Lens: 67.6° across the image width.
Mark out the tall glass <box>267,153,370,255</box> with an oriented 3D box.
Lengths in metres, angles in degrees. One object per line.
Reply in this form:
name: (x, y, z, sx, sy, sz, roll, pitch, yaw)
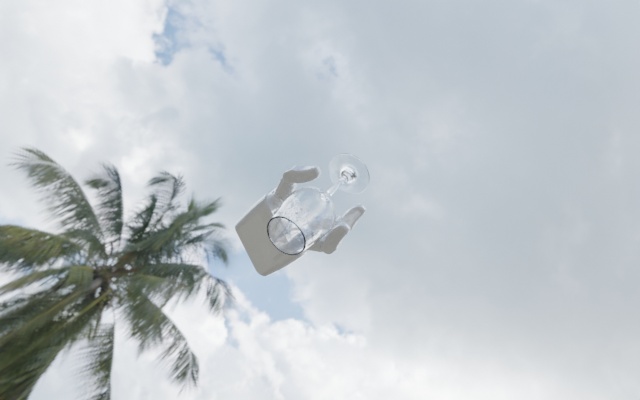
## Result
tall glass: (0.000, 0.002, 0.716, 0.079, 0.079, 0.201, 0, 27, 32)
